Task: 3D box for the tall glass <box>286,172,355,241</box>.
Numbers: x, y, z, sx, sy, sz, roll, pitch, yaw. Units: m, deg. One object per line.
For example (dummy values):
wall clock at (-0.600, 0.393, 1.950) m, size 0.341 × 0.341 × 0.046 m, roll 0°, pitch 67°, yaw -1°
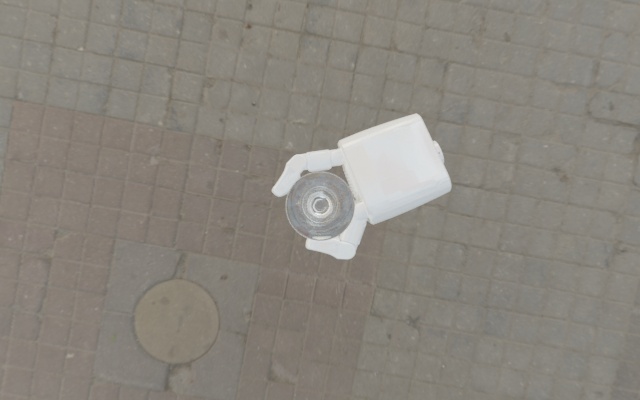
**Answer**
tall glass at (0.000, 0.002, 0.607) m, size 0.079 × 0.079 × 0.201 m, roll 0°, pitch 2°, yaw 0°
